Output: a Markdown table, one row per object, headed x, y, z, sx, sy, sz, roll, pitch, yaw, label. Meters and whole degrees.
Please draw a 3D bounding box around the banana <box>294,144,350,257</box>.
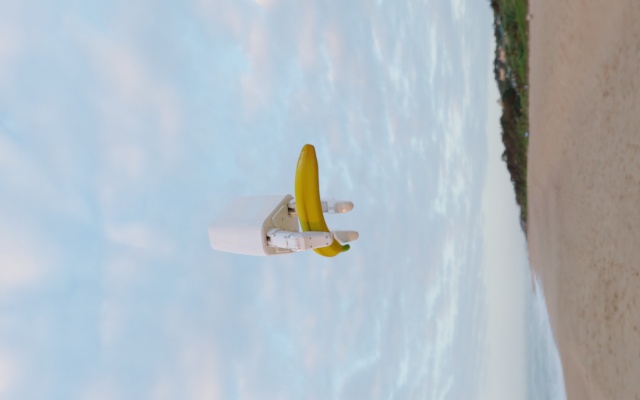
| x | y | z | sx | sy | sz | roll | pitch | yaw | label |
| --- | --- | --- | --- | --- | --- | --- | --- | --- | --- |
| -0.007 | 0.016 | 0.703 | 0.037 | 0.198 | 0.069 | 1 | 36 | 30 | banana |
